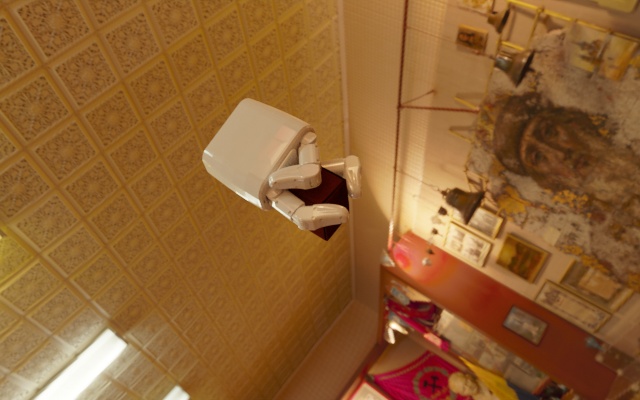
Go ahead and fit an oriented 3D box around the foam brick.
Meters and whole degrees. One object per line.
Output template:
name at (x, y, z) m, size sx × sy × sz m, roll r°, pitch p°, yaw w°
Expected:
foam brick at (0.000, 0.002, 0.602) m, size 0.051 × 0.053 × 0.078 m, roll 29°, pitch -28°, yaw 25°
